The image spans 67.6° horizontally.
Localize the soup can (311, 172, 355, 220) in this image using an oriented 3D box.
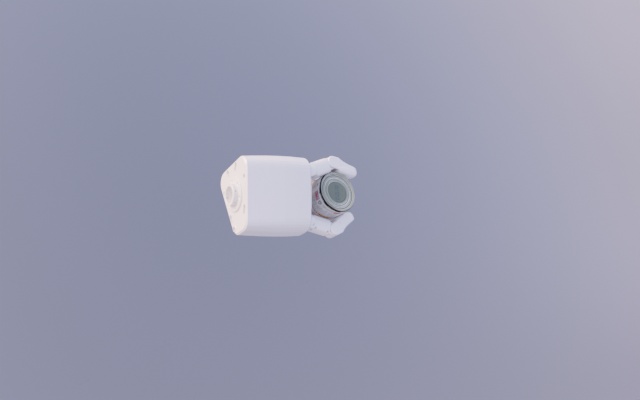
[{"bbox_3d":[0.001,0.003,0.776,0.068,0.068,0.102,0,-20,-35],"label":"soup can"}]
